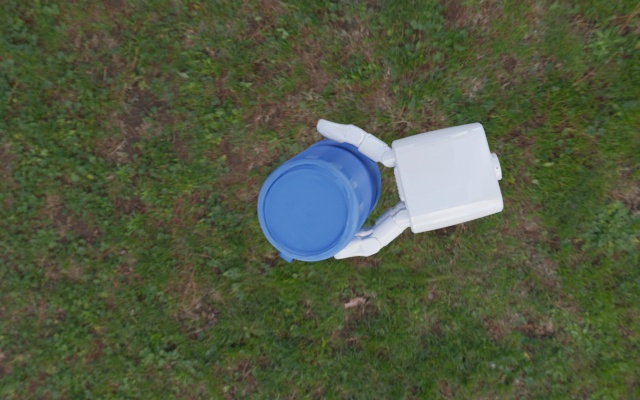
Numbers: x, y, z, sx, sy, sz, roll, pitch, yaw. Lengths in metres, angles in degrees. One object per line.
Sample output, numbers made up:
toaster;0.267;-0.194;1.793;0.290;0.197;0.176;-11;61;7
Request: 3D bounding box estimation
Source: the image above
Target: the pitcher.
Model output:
pitcher;0.000;0.002;0.598;0.145;0.149;0.243;-11;7;11
